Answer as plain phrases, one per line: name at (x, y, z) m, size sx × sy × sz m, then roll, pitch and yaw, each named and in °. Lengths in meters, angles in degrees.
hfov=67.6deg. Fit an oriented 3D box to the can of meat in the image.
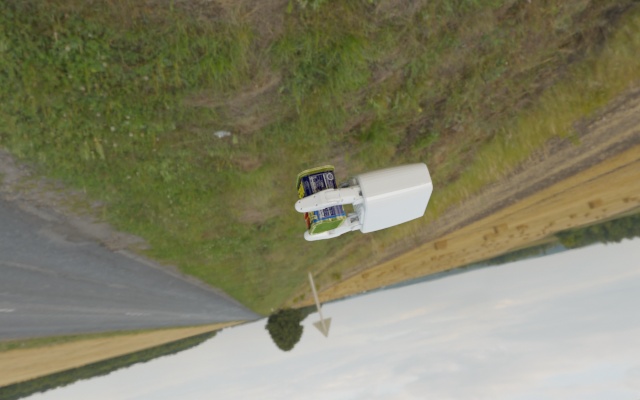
can of meat at (0.000, 0.003, 0.742) m, size 0.057 × 0.084 × 0.102 m, roll -13°, pitch -12°, yaw -9°
